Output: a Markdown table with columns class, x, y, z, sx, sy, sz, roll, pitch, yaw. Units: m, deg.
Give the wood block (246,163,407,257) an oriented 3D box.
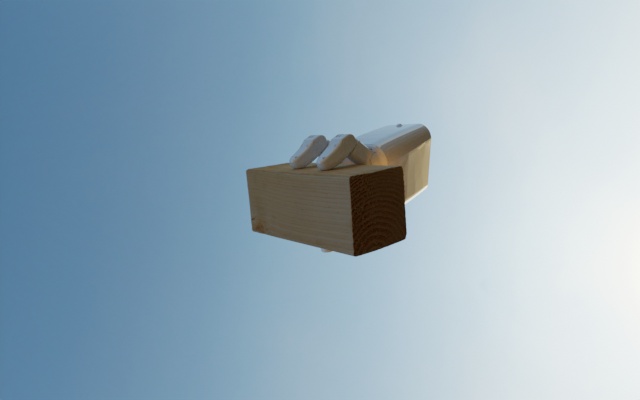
| class | x | y | z | sx | sy | sz | roll | pitch | yaw |
| --- | --- | --- | --- | --- | --- | --- | --- | --- | --- |
| wood block | 0.000 | 0.002 | 0.610 | 0.090 | 0.091 | 0.206 | -14 | 13 | -38 |
